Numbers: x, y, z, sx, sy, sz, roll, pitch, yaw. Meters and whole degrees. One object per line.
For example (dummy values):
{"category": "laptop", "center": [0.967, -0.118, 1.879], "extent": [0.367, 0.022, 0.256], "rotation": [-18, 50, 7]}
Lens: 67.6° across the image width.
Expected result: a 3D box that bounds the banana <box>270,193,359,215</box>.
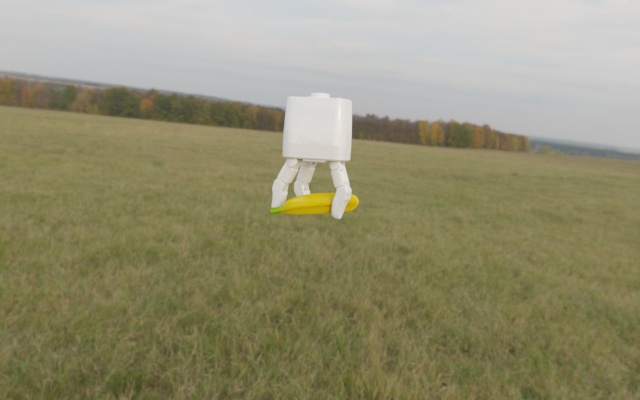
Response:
{"category": "banana", "center": [0.009, 0.004, 0.872], "extent": [0.198, 0.037, 0.069], "rotation": [-3, 5, -36]}
